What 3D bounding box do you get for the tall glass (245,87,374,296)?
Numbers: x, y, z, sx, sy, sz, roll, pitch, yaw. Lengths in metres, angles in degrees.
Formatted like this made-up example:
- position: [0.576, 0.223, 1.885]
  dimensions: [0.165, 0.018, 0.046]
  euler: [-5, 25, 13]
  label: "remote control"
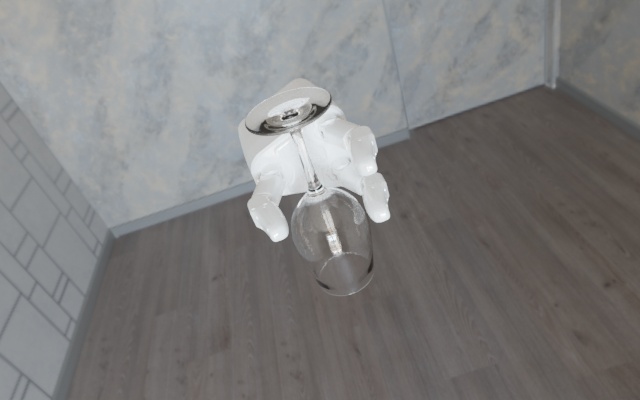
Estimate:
- position: [0.000, 0.001, 0.446]
  dimensions: [0.079, 0.201, 0.079]
  euler: [-13, 36, 9]
  label: "tall glass"
